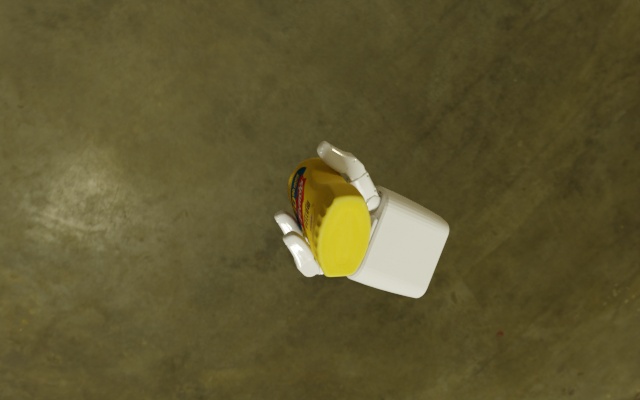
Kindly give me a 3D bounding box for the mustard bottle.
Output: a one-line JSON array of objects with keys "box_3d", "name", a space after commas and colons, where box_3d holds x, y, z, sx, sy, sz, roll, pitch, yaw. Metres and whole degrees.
[{"box_3d": [0.000, 0.002, 0.567, 0.058, 0.096, 0.191, -3, 24, -16], "name": "mustard bottle"}]
